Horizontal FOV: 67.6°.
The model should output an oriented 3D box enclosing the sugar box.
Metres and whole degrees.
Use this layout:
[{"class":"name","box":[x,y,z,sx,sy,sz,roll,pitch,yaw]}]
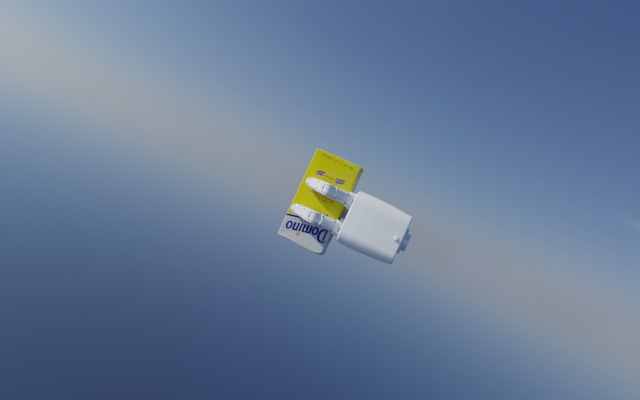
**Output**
[{"class":"sugar box","box":[0.000,0.003,0.880,0.093,0.176,0.048,25,1,11]}]
